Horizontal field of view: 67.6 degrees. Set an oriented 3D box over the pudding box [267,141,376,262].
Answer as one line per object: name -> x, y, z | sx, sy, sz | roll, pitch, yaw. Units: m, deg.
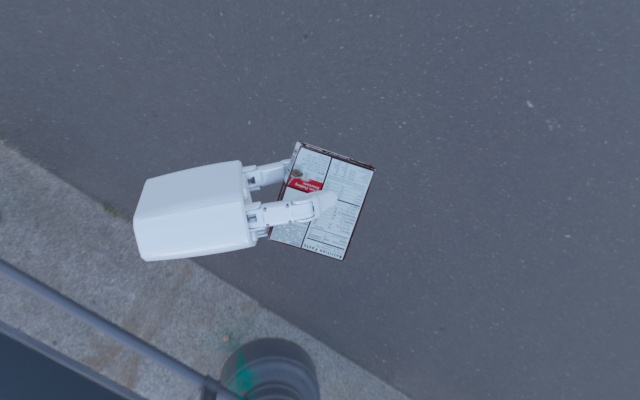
pudding box -> 0.000, 0.002, 0.527 | 0.090, 0.113, 0.039 | 18, 10, -10
